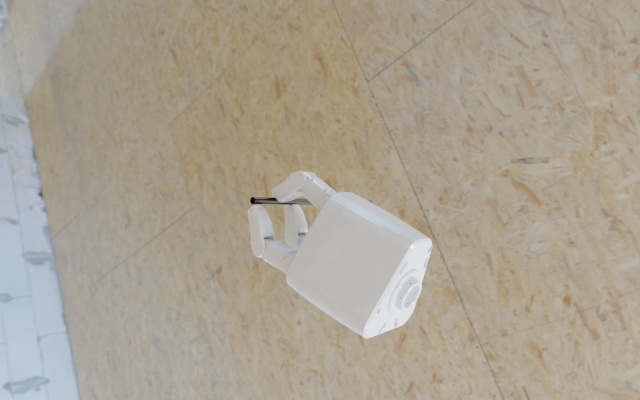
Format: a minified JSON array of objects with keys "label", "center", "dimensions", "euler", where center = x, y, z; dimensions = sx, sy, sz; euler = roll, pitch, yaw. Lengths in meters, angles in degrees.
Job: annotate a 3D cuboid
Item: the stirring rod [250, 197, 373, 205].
[{"label":"stirring rod","center":[0.000,0.002,0.618],"dimensions":[0.011,0.011,0.239],"euler":[0,-1,38]}]
